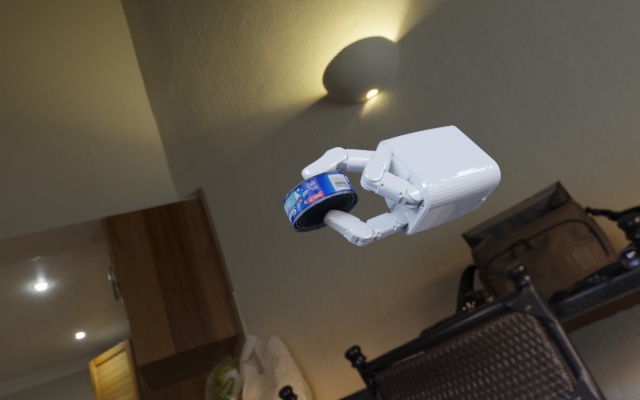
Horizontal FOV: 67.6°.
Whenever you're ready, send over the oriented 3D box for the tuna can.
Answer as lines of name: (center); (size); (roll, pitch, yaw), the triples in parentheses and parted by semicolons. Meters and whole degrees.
tuna can: (0.000, 0.001, 0.569); (0.086, 0.033, 0.086); (-23, -22, -10)
